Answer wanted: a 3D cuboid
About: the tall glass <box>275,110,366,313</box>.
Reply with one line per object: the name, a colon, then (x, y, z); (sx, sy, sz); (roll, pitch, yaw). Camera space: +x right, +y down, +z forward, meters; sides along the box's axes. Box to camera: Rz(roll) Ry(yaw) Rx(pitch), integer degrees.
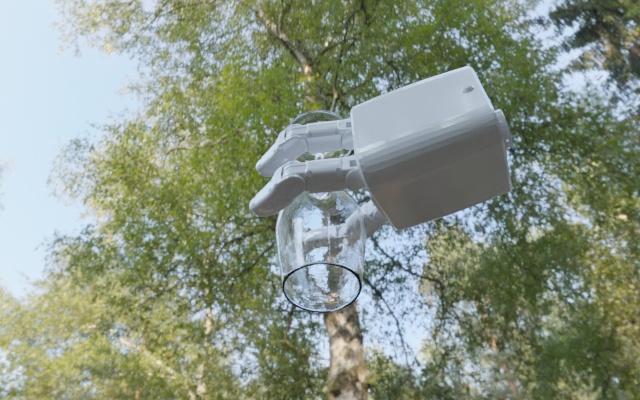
tall glass: (0.000, 0.001, 0.439); (0.079, 0.079, 0.200); (0, 42, -1)
